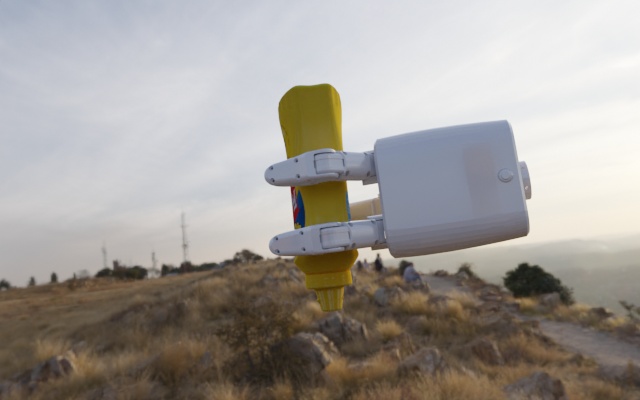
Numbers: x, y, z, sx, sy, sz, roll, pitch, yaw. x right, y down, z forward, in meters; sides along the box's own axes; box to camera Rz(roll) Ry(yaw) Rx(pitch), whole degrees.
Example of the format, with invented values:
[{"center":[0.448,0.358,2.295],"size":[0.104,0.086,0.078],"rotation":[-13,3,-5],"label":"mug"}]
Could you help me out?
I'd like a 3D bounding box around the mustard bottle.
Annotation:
[{"center":[0.000,0.001,0.428],"size":[0.058,0.191,0.096],"rotation":[-6,-8,-7],"label":"mustard bottle"}]
